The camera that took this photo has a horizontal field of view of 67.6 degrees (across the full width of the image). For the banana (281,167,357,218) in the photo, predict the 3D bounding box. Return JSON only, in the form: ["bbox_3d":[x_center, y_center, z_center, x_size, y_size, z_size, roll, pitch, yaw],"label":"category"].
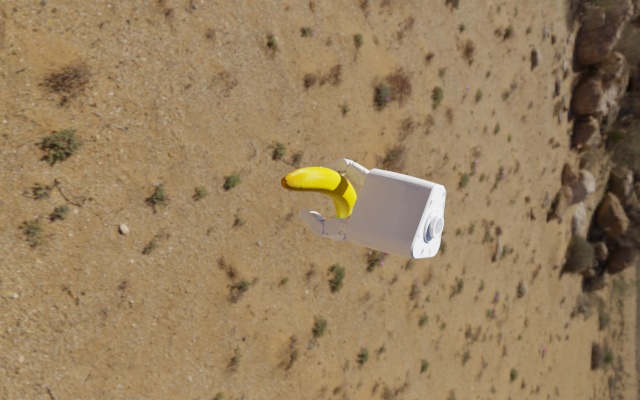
[{"bbox_3d":[0.011,-0.012,0.725,0.037,0.069,0.198,27,-7,34],"label":"banana"}]
